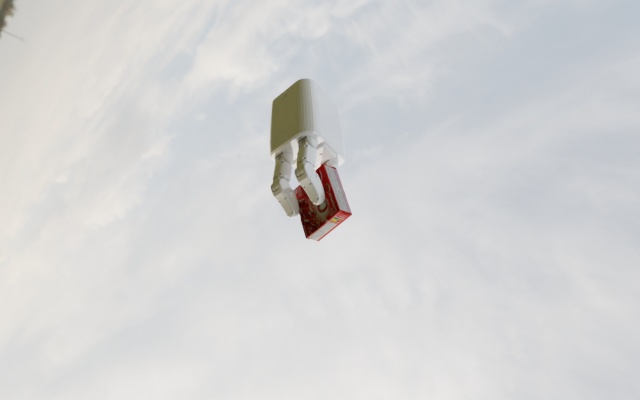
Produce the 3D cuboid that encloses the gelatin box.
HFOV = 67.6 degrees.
[{"bbox_3d":[0.001,0.003,0.689,0.030,0.089,0.073,17,-46,-42],"label":"gelatin box"}]
